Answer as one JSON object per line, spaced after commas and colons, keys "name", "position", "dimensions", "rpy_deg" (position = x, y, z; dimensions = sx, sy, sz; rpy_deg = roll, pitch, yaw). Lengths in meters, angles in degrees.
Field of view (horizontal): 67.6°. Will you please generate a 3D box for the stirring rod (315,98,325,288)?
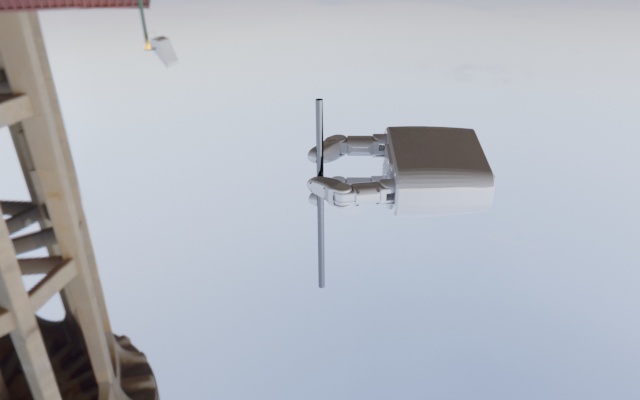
{"name": "stirring rod", "position": [0.000, 0.002, 0.553], "dimensions": [0.011, 0.240, 0.011], "rpy_deg": [-1, 27, 0]}
